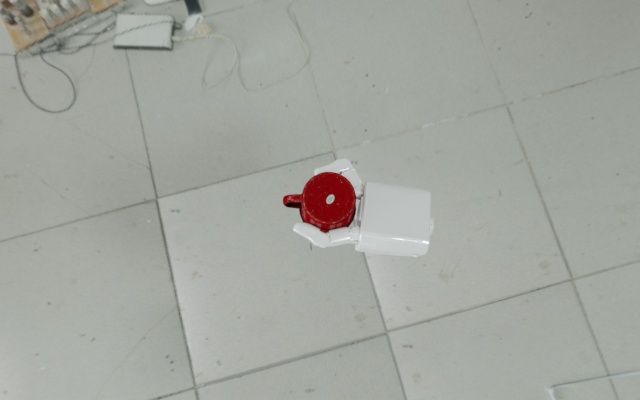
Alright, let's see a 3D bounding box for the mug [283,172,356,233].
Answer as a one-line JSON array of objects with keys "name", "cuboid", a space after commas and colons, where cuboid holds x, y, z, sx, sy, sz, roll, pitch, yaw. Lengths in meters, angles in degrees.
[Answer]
[{"name": "mug", "cuboid": [-0.001, 0.002, 0.738, 0.117, 0.093, 0.081, 6, -12, 0]}]
